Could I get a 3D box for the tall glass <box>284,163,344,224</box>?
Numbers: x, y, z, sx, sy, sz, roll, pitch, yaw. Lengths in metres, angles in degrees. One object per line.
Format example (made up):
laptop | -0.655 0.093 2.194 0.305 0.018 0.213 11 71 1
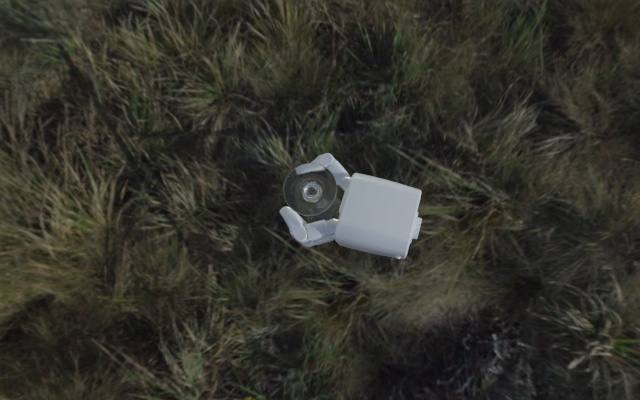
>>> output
tall glass | 0.000 0.002 0.748 0.079 0.079 0.201 0 -10 8
